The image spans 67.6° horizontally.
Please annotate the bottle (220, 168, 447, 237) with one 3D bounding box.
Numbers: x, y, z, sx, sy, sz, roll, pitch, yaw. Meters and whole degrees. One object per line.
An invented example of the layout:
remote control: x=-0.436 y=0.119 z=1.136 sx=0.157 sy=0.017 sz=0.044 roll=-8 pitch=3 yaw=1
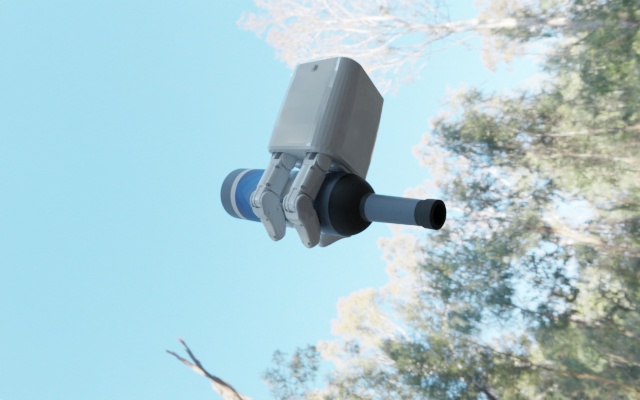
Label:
bottle: x=0.000 y=0.002 z=0.520 sx=0.069 sy=0.069 sz=0.295 roll=0 pitch=4 yaw=-45
